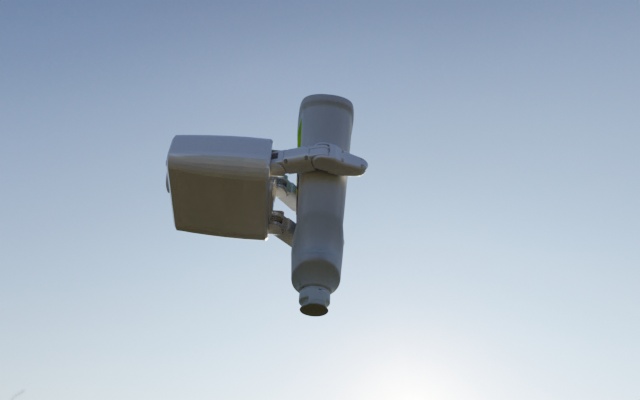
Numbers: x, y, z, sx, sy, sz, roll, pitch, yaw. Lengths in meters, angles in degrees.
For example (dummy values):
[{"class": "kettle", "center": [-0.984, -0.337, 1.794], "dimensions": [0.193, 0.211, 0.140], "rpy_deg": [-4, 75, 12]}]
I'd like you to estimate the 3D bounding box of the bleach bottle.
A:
[{"class": "bleach bottle", "center": [0.000, 0.002, 0.527], "dimensions": [0.068, 0.250, 0.103], "rpy_deg": [5, -38, -2]}]
